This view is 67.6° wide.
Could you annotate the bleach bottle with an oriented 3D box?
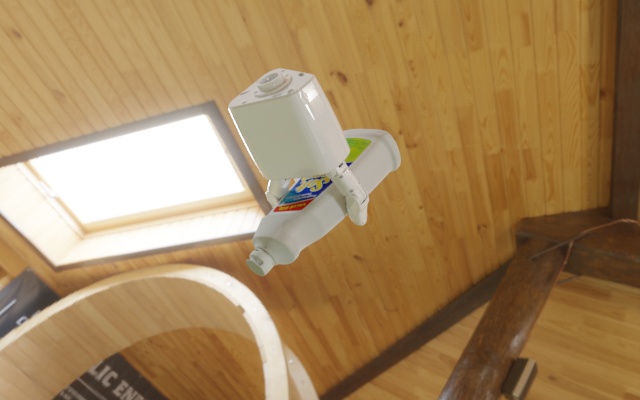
[{"bbox_3d":[0.000,0.002,0.631,0.102,0.068,0.250,10,47,43],"label":"bleach bottle"}]
